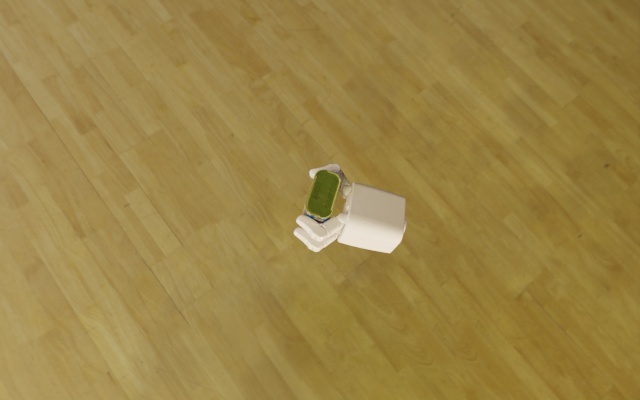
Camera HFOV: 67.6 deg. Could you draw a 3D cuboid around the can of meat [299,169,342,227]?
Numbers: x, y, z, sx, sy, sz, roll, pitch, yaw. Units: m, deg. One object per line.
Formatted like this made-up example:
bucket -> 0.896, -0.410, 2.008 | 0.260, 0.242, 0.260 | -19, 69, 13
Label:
can of meat -> 0.000, 0.003, 0.892 | 0.057, 0.102, 0.084 | 18, -25, -1
